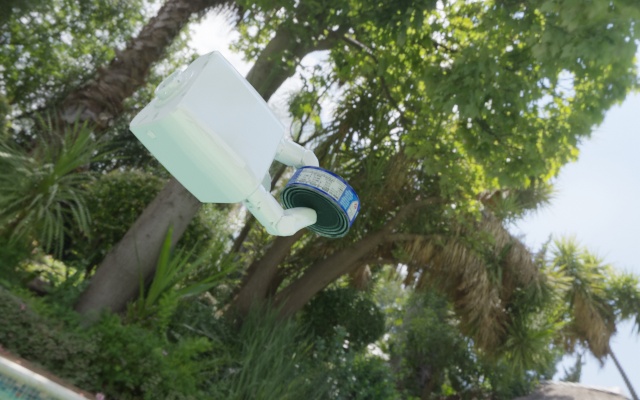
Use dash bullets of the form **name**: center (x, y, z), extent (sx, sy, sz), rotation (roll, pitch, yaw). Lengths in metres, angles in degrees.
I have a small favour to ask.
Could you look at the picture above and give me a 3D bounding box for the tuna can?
- **tuna can**: center (0.000, 0.001, 0.531), extent (0.086, 0.033, 0.086), rotation (23, -31, 15)
